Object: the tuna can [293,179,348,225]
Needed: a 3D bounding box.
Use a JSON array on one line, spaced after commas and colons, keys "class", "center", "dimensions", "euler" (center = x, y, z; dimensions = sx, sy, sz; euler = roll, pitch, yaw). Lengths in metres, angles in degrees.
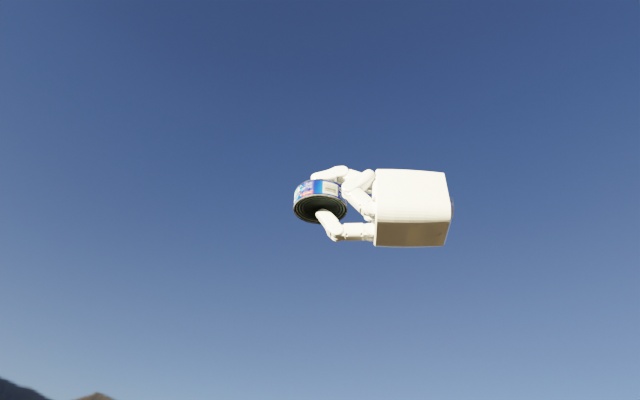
[{"class": "tuna can", "center": [0.000, 0.002, 0.761], "dimensions": [0.086, 0.033, 0.086], "euler": [1, -33, 1]}]
